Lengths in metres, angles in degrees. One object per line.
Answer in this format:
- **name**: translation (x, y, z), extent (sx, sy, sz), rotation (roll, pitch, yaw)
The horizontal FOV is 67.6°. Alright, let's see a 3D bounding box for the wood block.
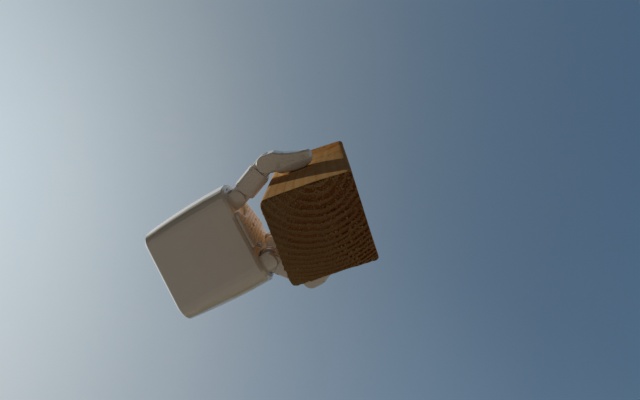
- **wood block**: translation (0.000, 0.002, 0.534), extent (0.090, 0.091, 0.206), rotation (-19, 14, 5)
